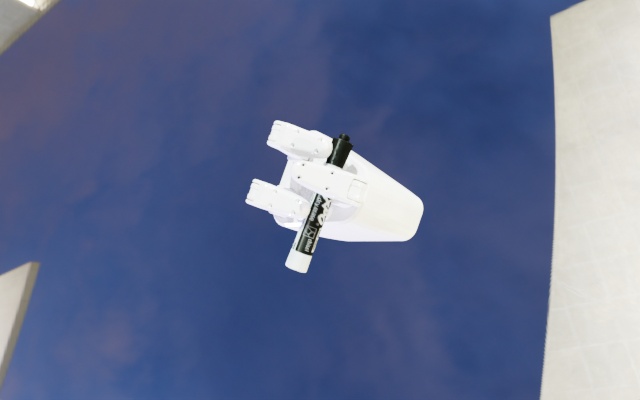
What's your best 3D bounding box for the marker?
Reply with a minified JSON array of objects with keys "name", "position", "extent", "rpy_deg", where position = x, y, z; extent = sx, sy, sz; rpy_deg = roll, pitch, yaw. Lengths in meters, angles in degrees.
[{"name":"marker","position":[0.000,0.001,0.404],"extent":[0.020,0.121,0.020],"rpy_deg":[20,-1,0]}]
